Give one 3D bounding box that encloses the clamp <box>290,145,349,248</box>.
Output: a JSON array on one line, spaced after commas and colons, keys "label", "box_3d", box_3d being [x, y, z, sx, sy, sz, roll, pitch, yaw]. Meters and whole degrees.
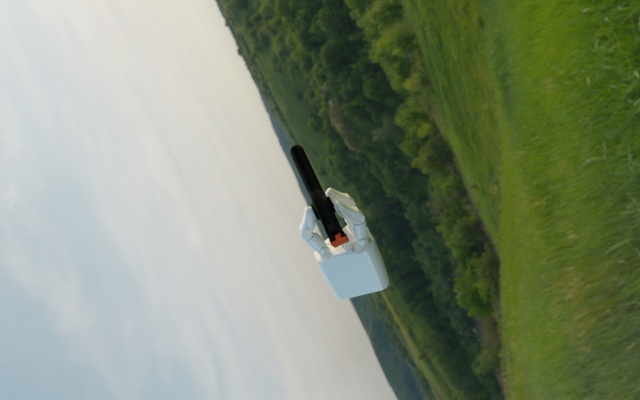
[{"label": "clamp", "box_3d": [0.000, 0.003, 0.815, 0.036, 0.165, 0.210, -26, 29, 0]}]
